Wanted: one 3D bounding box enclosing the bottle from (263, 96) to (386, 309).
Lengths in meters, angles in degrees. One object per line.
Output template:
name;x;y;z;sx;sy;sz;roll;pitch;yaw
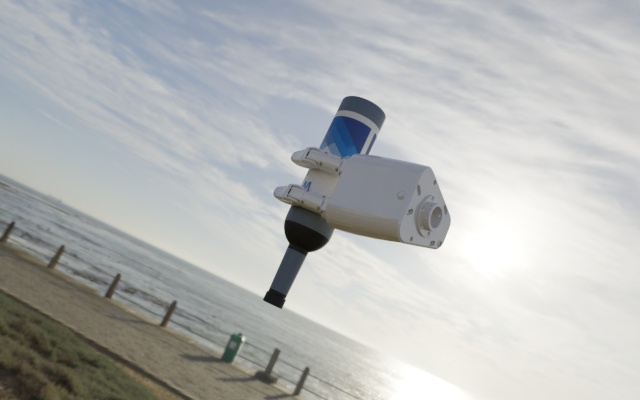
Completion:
bottle;0.000;0.002;0.636;0.069;0.295;0.069;24;-13;6
